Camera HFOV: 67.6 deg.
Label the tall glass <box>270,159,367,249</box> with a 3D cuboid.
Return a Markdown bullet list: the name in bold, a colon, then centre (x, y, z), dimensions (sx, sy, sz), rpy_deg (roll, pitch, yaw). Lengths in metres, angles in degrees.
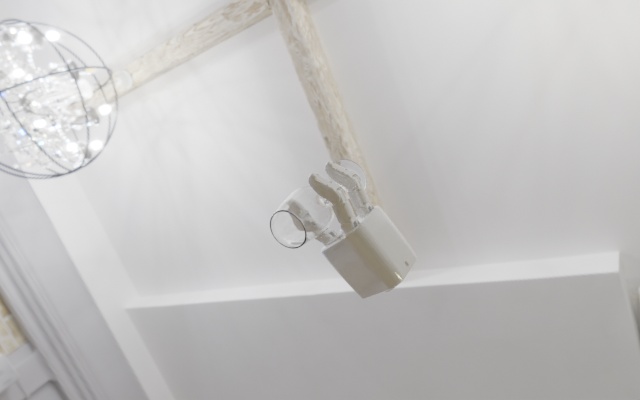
- **tall glass**: centre (0.000, 0.002, 0.760), dimensions (0.079, 0.079, 0.201), rpy_deg (0, 23, 32)
